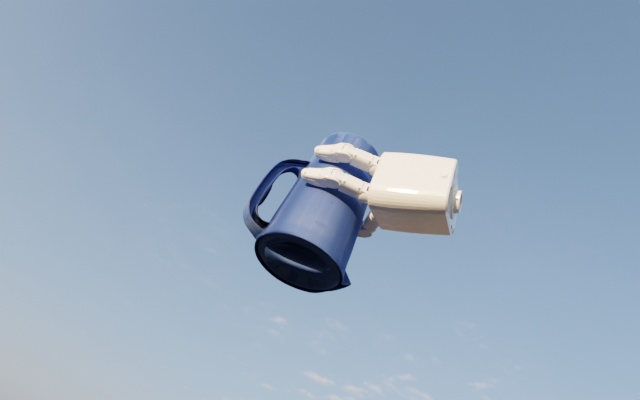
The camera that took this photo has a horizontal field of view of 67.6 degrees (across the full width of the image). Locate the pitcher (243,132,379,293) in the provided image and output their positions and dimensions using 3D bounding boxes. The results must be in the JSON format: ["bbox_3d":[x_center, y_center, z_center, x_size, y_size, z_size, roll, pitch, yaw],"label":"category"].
[{"bbox_3d":[0.000,0.002,0.725,0.145,0.242,0.149,6,-42,24],"label":"pitcher"}]
